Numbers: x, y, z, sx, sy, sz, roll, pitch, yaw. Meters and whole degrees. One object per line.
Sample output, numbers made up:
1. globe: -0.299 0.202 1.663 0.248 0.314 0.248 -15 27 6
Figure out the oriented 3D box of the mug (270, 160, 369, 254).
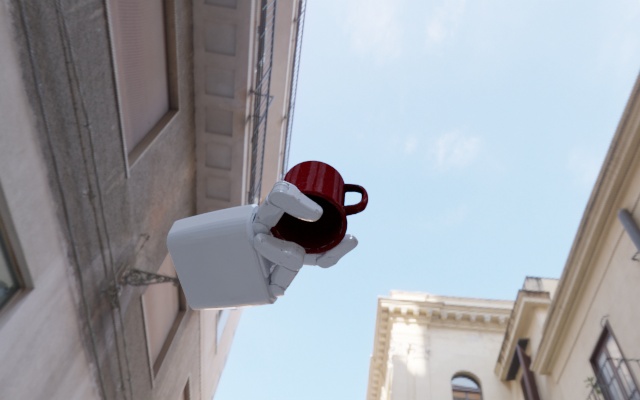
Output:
1. mug: 0.001 0.001 0.579 0.117 0.093 0.081 -10 33 13
